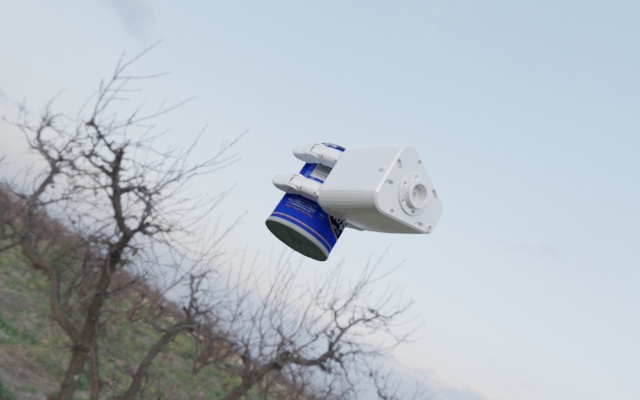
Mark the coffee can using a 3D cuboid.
[{"bbox_3d":[0.000,0.002,0.692,0.103,0.140,0.103,28,-20,11],"label":"coffee can"}]
